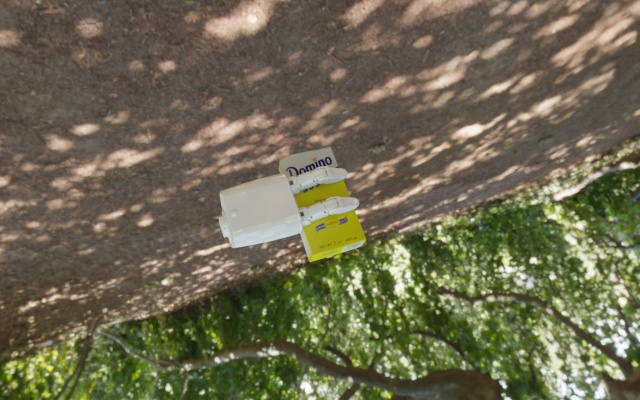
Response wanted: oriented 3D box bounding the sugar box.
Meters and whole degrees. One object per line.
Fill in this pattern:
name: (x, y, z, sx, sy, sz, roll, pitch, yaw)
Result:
sugar box: (0.000, 0.002, 0.781, 0.093, 0.176, 0.048, -15, -19, -16)
